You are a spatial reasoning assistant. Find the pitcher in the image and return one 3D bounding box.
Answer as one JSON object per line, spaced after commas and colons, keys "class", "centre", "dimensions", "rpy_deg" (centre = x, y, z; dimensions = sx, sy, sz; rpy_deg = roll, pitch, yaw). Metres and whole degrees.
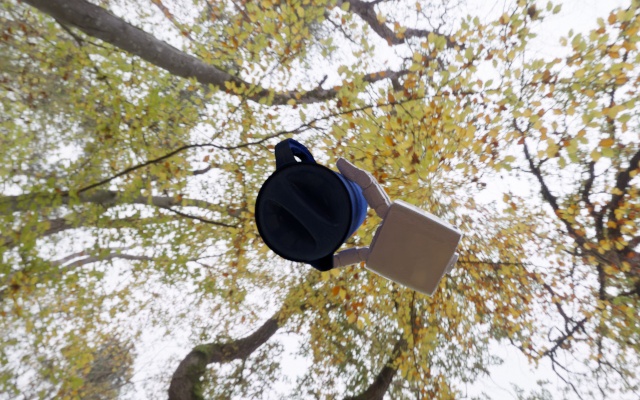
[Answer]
{"class": "pitcher", "centre": [0.000, 0.003, 0.728], "dimensions": [0.145, 0.149, 0.243], "rpy_deg": [23, 7, 12]}
